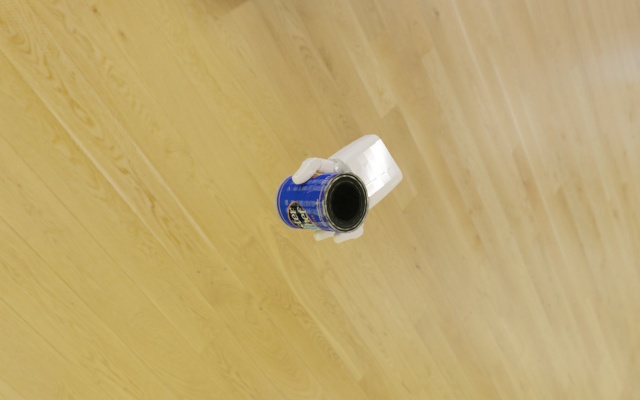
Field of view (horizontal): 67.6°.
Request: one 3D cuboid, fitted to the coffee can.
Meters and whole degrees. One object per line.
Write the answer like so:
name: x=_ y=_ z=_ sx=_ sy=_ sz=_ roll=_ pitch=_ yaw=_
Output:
coffee can: x=0.000 y=0.003 z=0.839 sx=0.103 sy=0.103 sz=0.140 roll=0 pitch=1 yaw=-39
